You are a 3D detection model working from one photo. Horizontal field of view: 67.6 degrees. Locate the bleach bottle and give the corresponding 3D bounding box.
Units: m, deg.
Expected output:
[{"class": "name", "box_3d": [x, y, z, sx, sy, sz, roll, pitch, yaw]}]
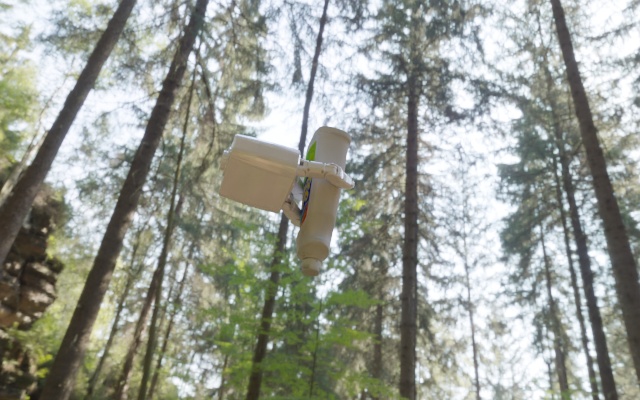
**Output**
[{"class": "bleach bottle", "box_3d": [0.000, 0.003, 0.800, 0.068, 0.250, 0.103, 15, -33, -13]}]
